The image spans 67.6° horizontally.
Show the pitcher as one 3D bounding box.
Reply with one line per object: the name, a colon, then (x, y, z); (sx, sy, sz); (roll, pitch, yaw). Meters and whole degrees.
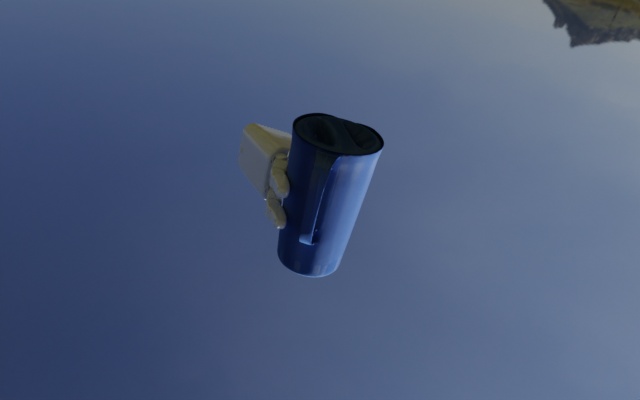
pitcher: (0.000, 0.002, 0.730); (0.149, 0.243, 0.145); (-10, 38, -33)
